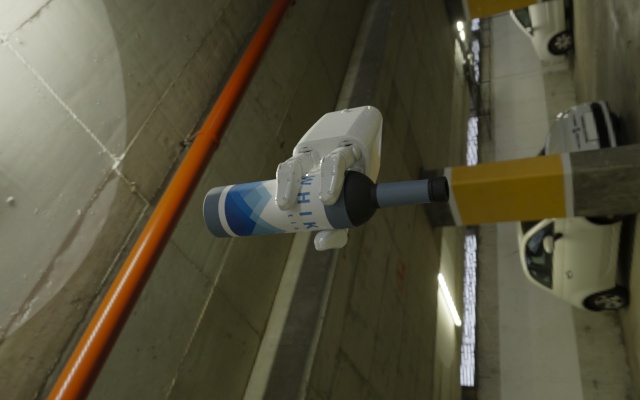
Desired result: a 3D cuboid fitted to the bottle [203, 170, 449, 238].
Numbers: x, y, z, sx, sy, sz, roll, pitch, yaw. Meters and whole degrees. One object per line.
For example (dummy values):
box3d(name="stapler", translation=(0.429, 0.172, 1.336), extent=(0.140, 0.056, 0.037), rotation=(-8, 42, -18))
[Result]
box3d(name="bottle", translation=(0.000, 0.002, 0.563), extent=(0.296, 0.069, 0.069), rotation=(-6, -3, 25))
